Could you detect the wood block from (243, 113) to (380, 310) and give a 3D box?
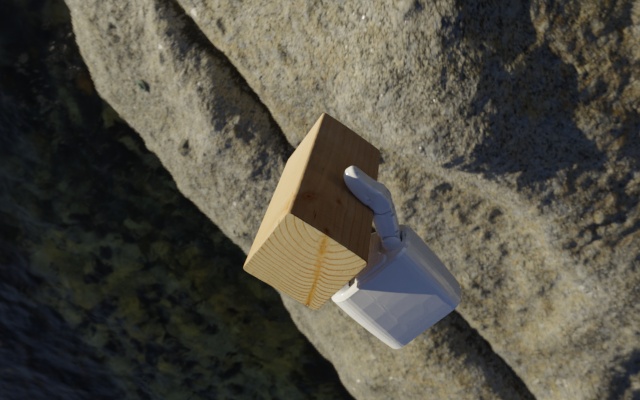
[{"bbox_3d":[0.001,0.002,0.527,0.090,0.091,0.206,33,34,-13],"label":"wood block"}]
